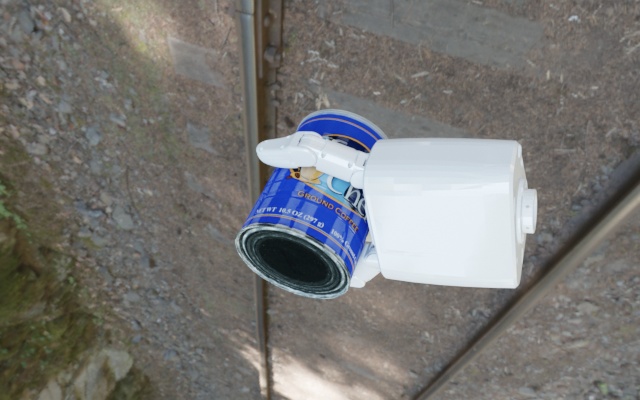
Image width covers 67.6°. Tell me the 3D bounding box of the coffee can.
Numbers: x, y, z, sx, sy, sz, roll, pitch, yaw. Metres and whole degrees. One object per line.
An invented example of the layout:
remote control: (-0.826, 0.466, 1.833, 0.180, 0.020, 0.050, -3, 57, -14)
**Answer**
coffee can: (0.000, 0.001, 0.432, 0.103, 0.140, 0.103, 16, -36, 12)
